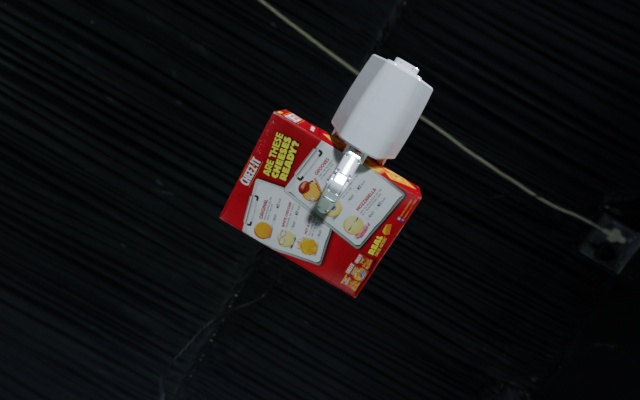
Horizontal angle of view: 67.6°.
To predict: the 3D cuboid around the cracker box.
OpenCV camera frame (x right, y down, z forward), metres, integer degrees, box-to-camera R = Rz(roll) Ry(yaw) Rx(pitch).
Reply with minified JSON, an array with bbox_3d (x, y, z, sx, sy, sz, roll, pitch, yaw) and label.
[{"bbox_3d":[0.000,0.002,0.639,0.213,0.164,0.072,30,16,1],"label":"cracker box"}]
